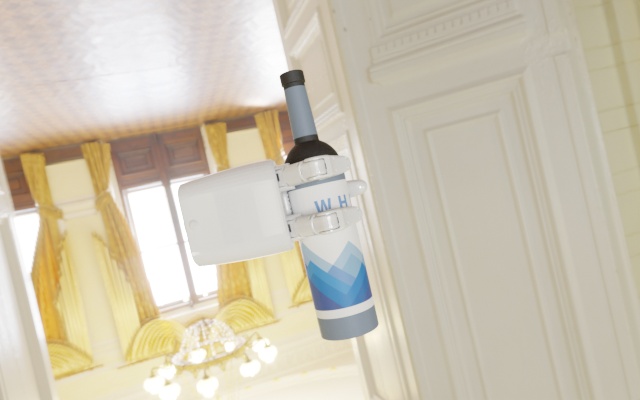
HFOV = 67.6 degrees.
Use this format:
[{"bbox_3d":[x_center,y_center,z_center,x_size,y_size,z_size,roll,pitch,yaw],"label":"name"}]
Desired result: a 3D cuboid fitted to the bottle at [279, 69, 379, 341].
[{"bbox_3d":[0.000,0.002,0.533,0.069,0.295,0.069,-13,1,0],"label":"bottle"}]
